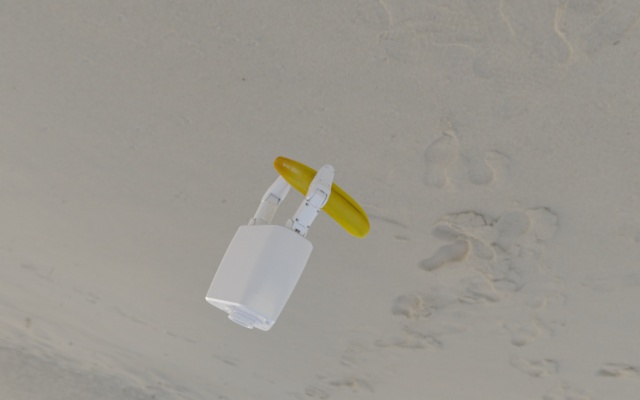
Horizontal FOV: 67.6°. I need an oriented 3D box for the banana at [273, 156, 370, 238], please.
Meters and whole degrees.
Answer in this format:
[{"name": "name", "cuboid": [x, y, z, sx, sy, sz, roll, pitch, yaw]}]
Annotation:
[{"name": "banana", "cuboid": [0.015, 0.005, 0.651, 0.069, 0.037, 0.198, 6, -28, 44]}]
